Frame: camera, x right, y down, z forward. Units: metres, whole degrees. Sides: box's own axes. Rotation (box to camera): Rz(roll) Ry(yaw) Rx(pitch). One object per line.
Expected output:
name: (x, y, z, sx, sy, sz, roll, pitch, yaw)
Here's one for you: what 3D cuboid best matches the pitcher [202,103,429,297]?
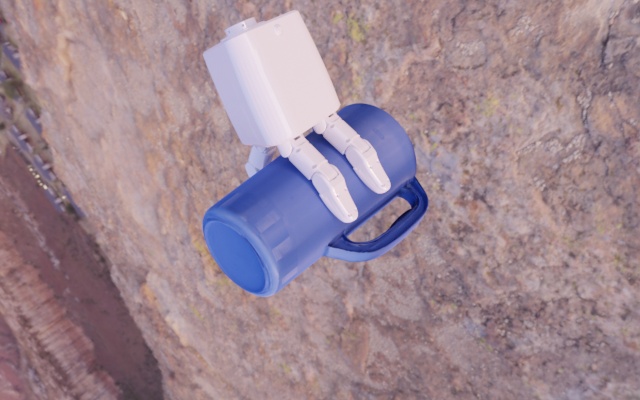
pitcher: (0.000, 0.002, 0.536, 0.149, 0.145, 0.242, 0, 30, 47)
